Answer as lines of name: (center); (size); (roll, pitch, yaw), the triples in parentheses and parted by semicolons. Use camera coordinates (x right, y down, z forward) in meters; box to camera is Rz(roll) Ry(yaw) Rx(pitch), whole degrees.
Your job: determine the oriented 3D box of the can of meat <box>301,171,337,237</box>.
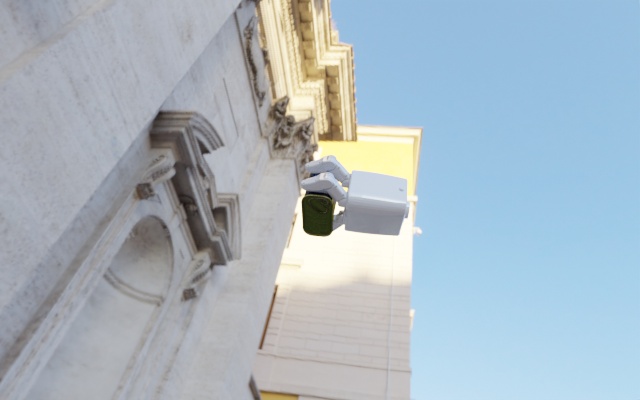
can of meat: (0.000, 0.003, 0.895); (0.057, 0.102, 0.084); (5, 42, 7)
